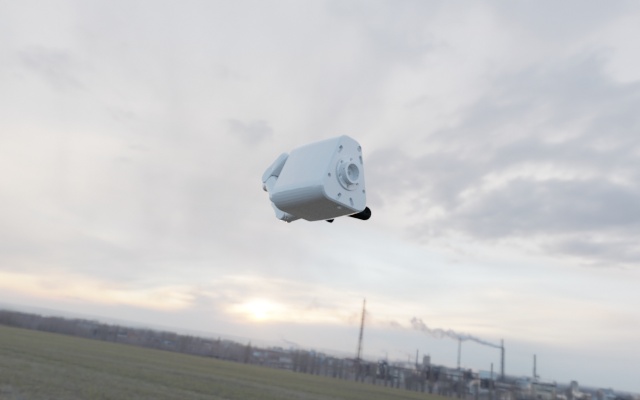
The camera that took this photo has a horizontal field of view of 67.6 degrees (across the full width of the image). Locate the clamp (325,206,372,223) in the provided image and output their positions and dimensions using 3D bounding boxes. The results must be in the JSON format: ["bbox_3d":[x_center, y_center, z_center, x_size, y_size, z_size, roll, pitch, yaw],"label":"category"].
[{"bbox_3d":[0.000,0.002,0.804,0.171,0.039,0.120,23,-23,-39],"label":"clamp"}]
